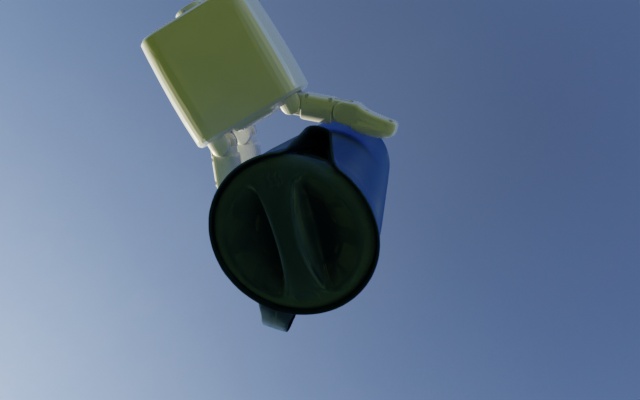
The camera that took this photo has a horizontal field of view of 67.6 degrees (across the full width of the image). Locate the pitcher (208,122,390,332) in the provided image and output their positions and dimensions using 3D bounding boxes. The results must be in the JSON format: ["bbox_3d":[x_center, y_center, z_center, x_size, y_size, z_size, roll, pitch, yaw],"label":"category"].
[{"bbox_3d":[0.000,0.001,0.465,0.149,0.145,0.242,-30,9,21],"label":"pitcher"}]
